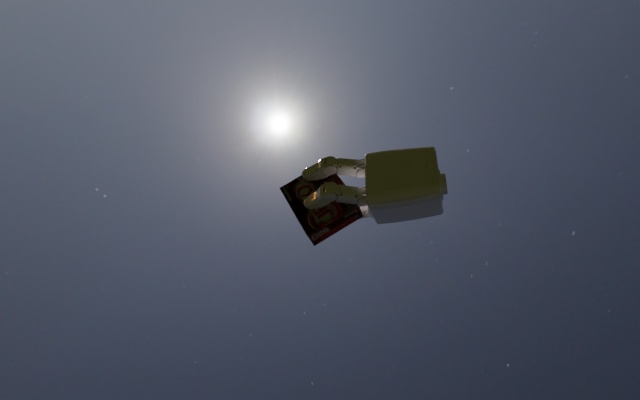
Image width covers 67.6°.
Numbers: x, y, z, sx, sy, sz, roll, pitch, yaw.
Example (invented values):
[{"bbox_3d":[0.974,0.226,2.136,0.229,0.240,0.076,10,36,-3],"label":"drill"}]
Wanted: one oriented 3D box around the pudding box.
[{"bbox_3d":[0.000,0.002,0.743,0.090,0.113,0.039,-31,-40,-3],"label":"pudding box"}]
